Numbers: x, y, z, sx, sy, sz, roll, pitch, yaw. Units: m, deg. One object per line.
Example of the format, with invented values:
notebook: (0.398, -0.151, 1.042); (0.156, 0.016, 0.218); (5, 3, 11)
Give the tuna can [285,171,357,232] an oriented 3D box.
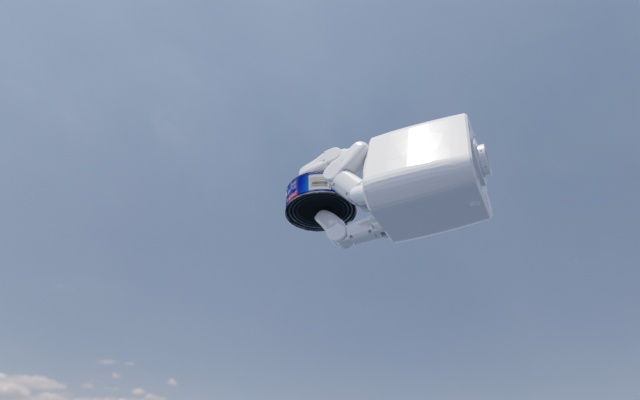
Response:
tuna can: (0.000, 0.001, 0.578); (0.086, 0.033, 0.086); (-1, -34, -1)
